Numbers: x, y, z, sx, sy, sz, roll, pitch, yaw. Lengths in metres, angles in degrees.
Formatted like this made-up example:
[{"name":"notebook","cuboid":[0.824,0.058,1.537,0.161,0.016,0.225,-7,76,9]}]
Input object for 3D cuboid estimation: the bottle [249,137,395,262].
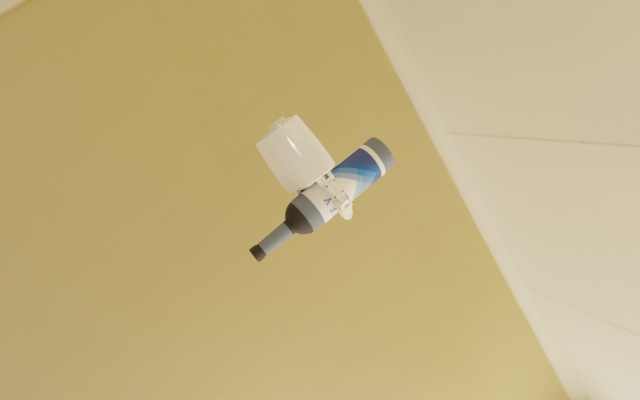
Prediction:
[{"name":"bottle","cuboid":[0.000,0.003,0.830,0.295,0.069,0.069,-39,10,-13]}]
